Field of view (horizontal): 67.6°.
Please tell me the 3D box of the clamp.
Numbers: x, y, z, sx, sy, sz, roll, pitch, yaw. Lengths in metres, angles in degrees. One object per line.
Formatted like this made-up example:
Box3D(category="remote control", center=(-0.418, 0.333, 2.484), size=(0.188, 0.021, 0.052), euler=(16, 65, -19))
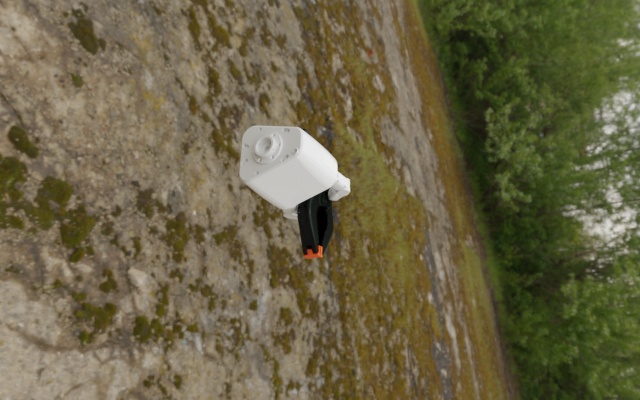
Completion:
Box3D(category="clamp", center=(0.001, 0.003, 0.820), size=(0.036, 0.210, 0.165), euler=(-11, -26, 26))
